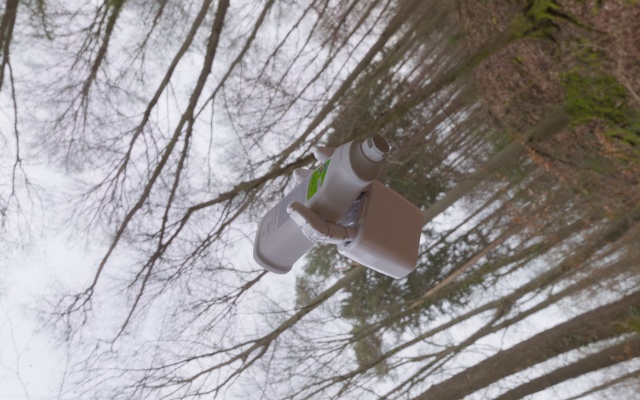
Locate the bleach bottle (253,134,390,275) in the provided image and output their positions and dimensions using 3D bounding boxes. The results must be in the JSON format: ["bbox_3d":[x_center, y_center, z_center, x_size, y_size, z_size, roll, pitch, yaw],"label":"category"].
[{"bbox_3d":[0.000,0.002,0.654,0.068,0.102,0.251,28,-47,-23],"label":"bleach bottle"}]
